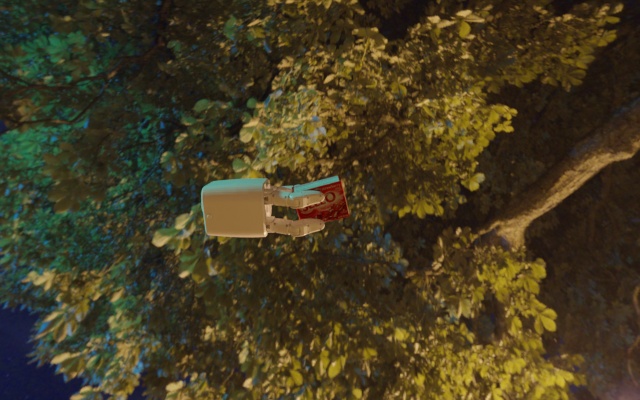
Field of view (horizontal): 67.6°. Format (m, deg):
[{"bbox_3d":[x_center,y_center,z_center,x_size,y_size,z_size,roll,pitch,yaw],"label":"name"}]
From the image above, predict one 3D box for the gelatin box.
[{"bbox_3d":[0.000,0.002,0.843,0.089,0.073,0.030,-14,27,1],"label":"gelatin box"}]
